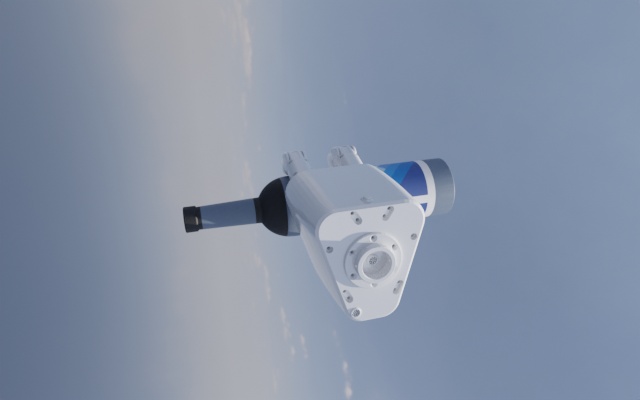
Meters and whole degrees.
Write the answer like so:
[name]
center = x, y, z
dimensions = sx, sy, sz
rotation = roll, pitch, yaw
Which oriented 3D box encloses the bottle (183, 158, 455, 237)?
[bottle]
center = 0.000, 0.002, 0.531
dimensions = 0.296, 0.069, 0.069
rotation = -8, 2, -13
